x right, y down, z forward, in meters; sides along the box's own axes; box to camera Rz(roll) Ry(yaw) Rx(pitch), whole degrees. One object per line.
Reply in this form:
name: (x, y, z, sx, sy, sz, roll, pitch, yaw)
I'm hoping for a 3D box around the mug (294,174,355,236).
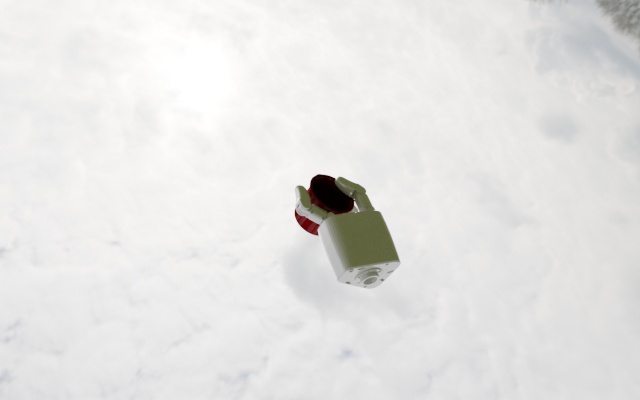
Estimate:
mug: (0.000, 0.002, 0.894, 0.093, 0.117, 0.081, 9, -45, -31)
